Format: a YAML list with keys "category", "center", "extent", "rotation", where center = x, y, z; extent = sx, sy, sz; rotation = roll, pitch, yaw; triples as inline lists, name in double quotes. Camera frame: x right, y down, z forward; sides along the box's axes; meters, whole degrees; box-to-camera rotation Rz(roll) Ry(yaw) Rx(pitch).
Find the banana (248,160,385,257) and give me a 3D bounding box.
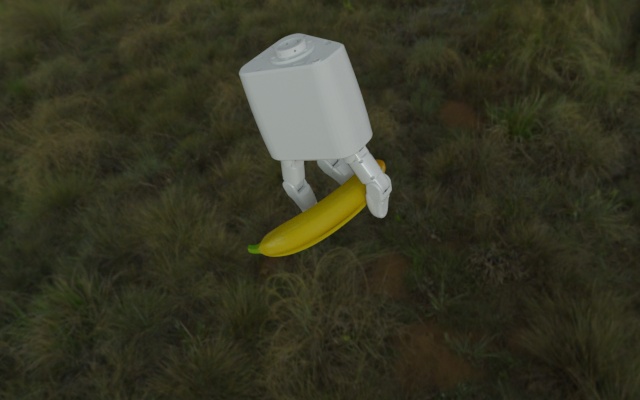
- category: "banana"
  center: [0.005, 0.011, 0.554]
  extent: [0.198, 0.037, 0.069]
  rotation: [-32, 33, -9]
